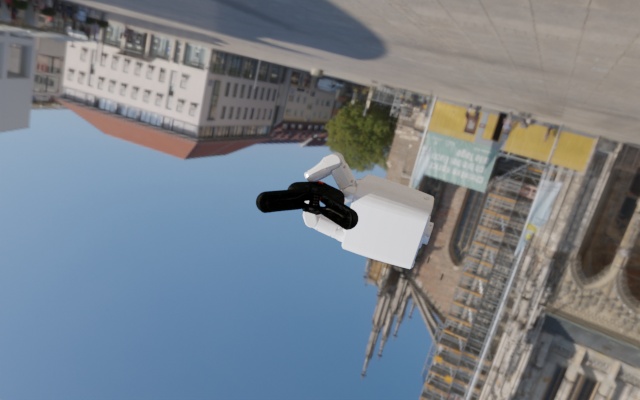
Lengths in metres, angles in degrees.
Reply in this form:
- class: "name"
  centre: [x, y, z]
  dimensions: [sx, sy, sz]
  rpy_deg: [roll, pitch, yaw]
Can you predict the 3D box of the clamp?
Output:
- class: "clamp"
  centre: [0.000, 0.003, 0.617]
  dimensions: [0.120, 0.039, 0.171]
  rpy_deg: [19, 15, 11]
